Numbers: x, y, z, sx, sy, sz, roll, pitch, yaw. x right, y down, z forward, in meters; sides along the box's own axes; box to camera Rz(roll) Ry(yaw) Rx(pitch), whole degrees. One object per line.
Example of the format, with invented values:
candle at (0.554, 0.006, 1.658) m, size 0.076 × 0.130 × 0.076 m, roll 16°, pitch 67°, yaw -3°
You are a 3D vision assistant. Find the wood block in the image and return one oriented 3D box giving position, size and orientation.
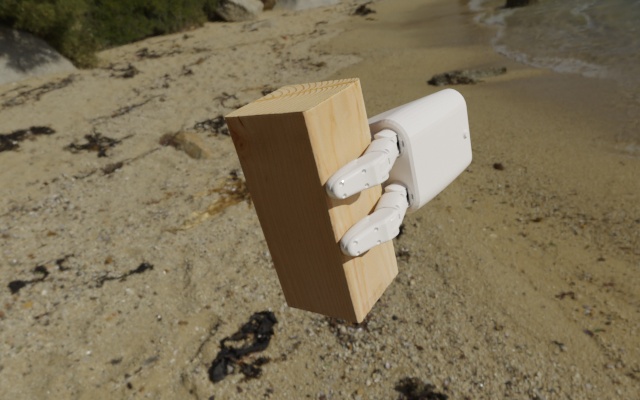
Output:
wood block at (0.000, 0.001, 0.454) m, size 0.091 × 0.206 × 0.090 m, roll 4°, pitch 31°, yaw 36°
